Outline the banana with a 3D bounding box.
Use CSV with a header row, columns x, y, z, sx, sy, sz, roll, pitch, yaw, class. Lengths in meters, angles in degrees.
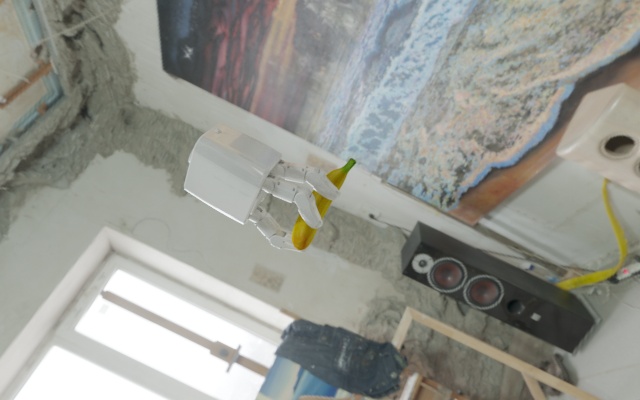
x,y,z,sx,sy,sz,roll,pitch,yaw,class
-0.005,0.010,0.734,0.037,0.197,0.070,32,-38,-2,banana
